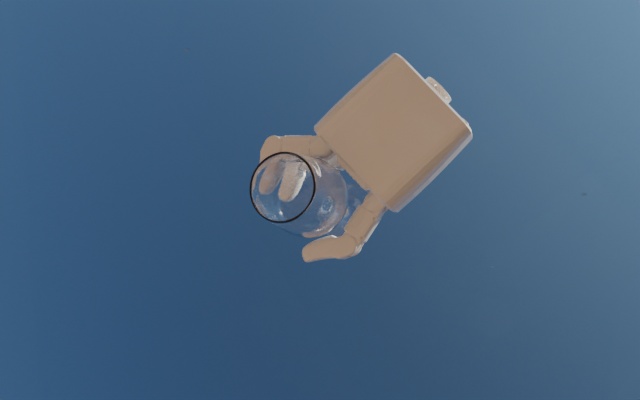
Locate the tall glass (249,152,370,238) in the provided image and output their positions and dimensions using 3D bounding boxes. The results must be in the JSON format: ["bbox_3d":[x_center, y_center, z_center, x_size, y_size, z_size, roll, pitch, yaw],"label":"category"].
[{"bbox_3d":[0.000,0.002,0.497,0.079,0.079,0.201,0,-7,20],"label":"tall glass"}]
